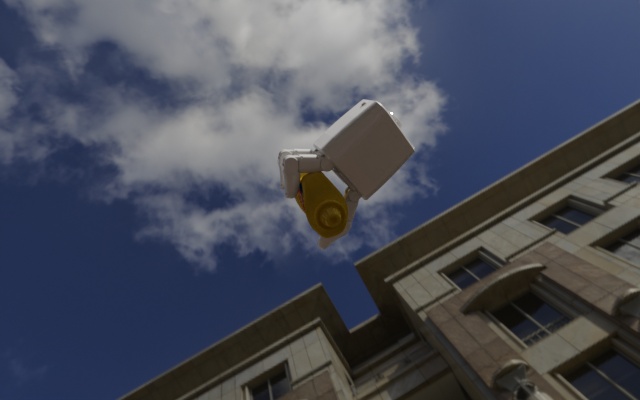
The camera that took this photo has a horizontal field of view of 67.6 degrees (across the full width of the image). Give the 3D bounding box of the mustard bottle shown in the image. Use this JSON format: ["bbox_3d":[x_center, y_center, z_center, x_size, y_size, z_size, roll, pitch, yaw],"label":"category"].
[{"bbox_3d":[0.000,0.002,0.690,0.058,0.096,0.191,-20,17,-6],"label":"mustard bottle"}]
